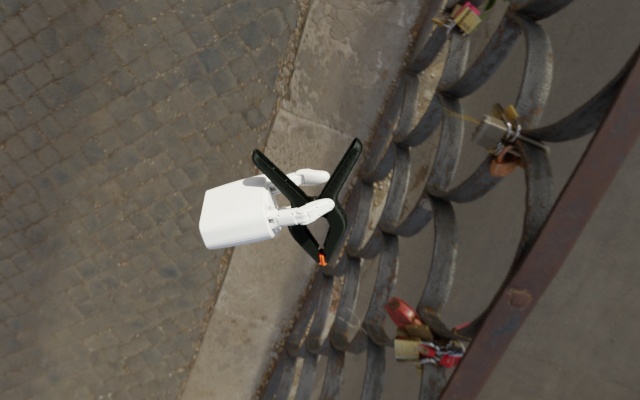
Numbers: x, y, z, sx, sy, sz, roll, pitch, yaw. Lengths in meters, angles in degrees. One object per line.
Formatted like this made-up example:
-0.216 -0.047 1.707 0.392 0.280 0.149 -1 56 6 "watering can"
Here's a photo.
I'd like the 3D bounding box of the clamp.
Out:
0.000 0.003 0.740 0.164 0.210 0.036 -12 22 9 "clamp"
